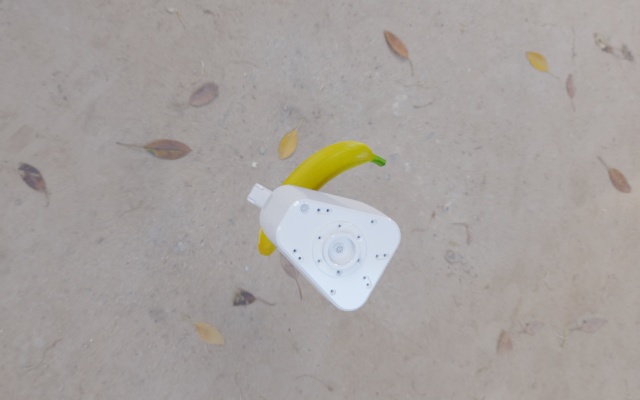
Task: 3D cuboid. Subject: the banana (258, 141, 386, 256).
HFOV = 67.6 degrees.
[{"bbox_3d":[-0.007,-0.015,0.575,0.198,0.070,0.037,-37,18,-10],"label":"banana"}]
